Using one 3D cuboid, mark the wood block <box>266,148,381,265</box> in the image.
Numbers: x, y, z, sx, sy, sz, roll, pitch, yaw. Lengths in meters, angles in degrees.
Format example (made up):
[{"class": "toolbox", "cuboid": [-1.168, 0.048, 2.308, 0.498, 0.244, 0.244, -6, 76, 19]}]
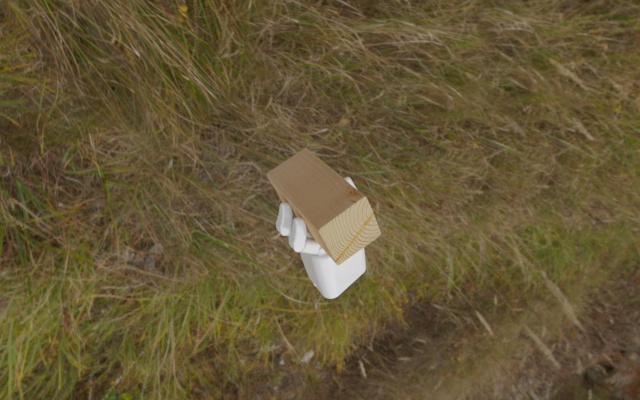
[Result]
[{"class": "wood block", "cuboid": [0.001, 0.003, 0.809, 0.091, 0.090, 0.206, -35, 39, -10]}]
